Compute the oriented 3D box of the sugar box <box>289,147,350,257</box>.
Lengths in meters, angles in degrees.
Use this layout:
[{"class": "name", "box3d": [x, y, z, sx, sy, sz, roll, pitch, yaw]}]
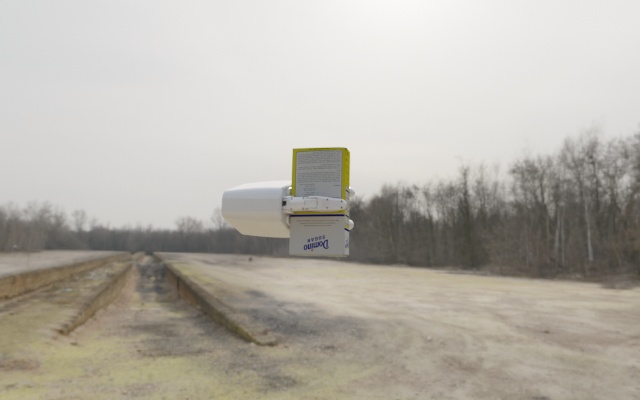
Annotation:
[{"class": "sugar box", "box3d": [0.000, 0.003, 0.780, 0.093, 0.176, 0.048, 0, -6, 15]}]
